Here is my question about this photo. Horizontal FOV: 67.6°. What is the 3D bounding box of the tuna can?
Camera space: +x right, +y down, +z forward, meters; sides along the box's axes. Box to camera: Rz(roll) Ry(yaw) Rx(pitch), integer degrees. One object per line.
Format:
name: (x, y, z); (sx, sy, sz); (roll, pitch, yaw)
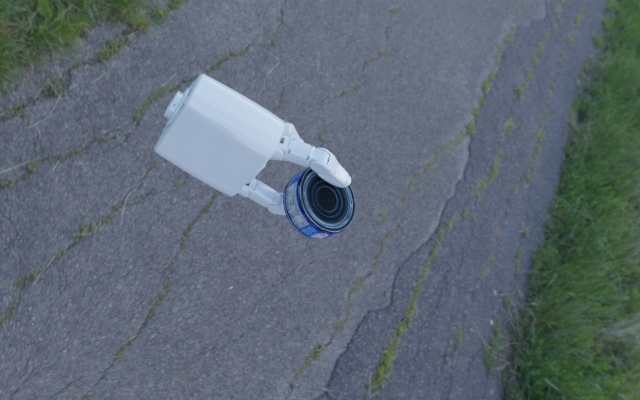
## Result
tuna can: (0.000, 0.002, 0.570); (0.086, 0.086, 0.034); (0, -17, -38)
